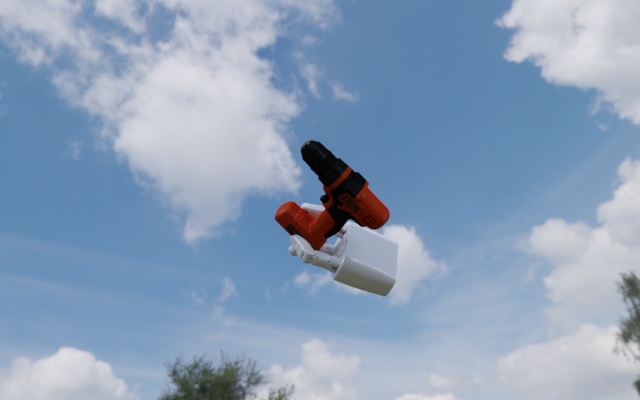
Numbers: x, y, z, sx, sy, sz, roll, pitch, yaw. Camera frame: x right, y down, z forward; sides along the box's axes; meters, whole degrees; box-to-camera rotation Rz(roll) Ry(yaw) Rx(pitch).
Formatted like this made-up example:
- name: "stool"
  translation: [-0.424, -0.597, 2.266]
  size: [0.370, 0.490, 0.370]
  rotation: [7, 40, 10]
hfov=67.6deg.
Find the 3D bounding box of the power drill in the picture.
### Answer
- name: "power drill"
  translation: [0.000, 0.003, 0.816]
  size: [0.188, 0.184, 0.057]
  rotation: [-36, 12, 47]
